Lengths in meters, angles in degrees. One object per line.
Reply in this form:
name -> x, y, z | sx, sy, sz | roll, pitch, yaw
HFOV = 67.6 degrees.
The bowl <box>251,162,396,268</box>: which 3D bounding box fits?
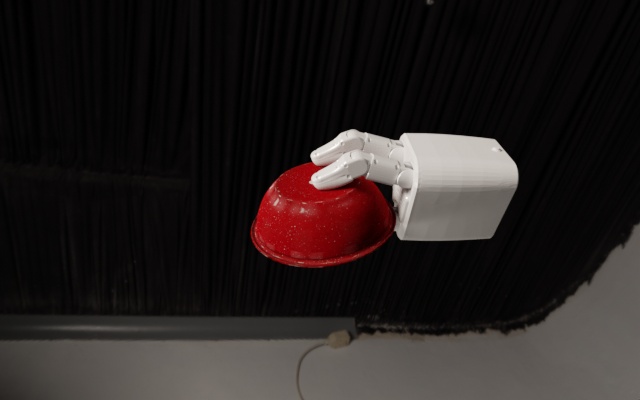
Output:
bowl -> -0.001, 0.002, 0.517 | 0.162, 0.055, 0.162 | -6, 30, 3
